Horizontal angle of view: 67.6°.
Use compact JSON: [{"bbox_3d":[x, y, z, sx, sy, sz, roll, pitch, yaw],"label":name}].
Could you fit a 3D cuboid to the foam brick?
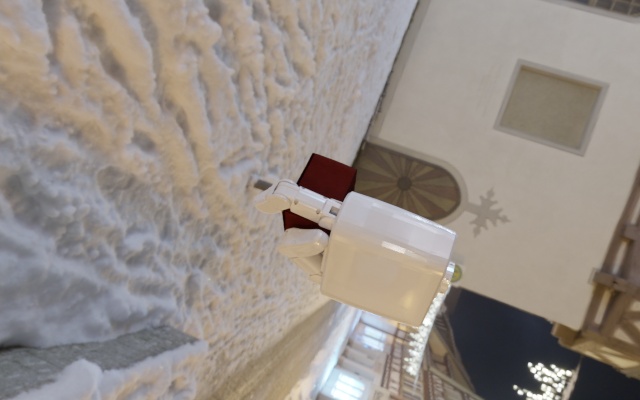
[{"bbox_3d":[0.000,0.001,0.493,0.051,0.078,0.053,19,-30,12],"label":"foam brick"}]
